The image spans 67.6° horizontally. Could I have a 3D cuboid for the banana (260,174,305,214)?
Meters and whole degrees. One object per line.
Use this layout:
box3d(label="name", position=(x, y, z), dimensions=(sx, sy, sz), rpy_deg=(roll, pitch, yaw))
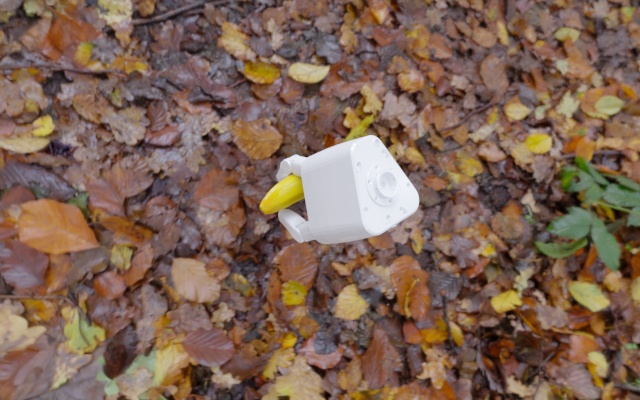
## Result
box3d(label="banana", position=(0.003, -0.016, 0.678), dimensions=(0.198, 0.069, 0.037), rpy_deg=(0, 1, -37))
